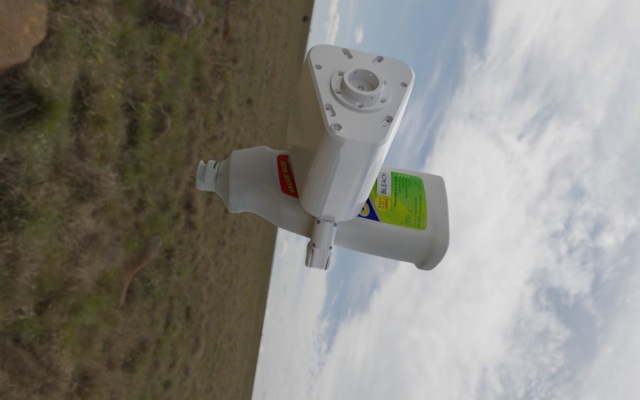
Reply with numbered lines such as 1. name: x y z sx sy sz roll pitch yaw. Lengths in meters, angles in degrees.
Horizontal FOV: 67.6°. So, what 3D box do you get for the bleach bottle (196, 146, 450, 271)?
1. bleach bottle: 0.000 0.002 0.487 0.251 0.102 0.068 10 -34 -6
